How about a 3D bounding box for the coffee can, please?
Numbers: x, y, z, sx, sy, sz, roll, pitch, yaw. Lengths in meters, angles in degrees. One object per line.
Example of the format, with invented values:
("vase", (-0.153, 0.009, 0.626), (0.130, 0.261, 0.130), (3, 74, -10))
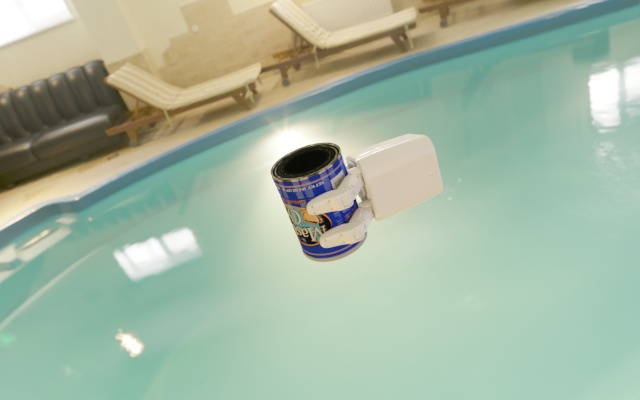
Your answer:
("coffee can", (0.000, 0.002, 0.686), (0.103, 0.140, 0.102), (-15, 29, 9))
